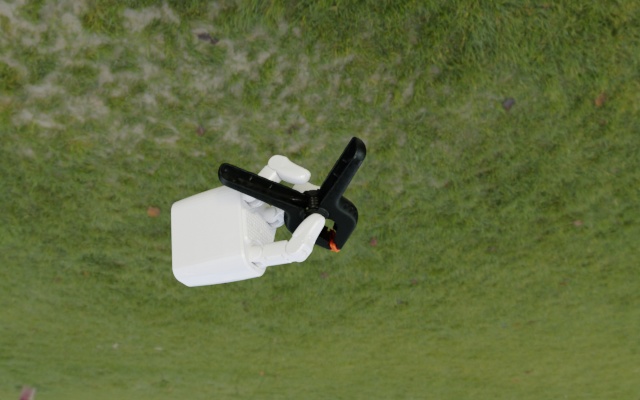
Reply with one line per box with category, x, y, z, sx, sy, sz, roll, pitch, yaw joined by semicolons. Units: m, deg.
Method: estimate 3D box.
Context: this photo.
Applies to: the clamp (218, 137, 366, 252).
clamp;0.000;0.003;0.574;0.164;0.036;0.210;-13;-35;19
